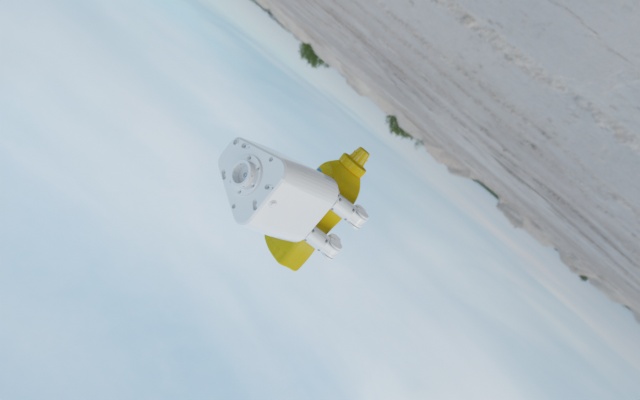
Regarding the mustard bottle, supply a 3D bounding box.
[{"bbox_3d":[0.000,0.003,0.673,0.058,0.192,0.096,32,15,-30],"label":"mustard bottle"}]
